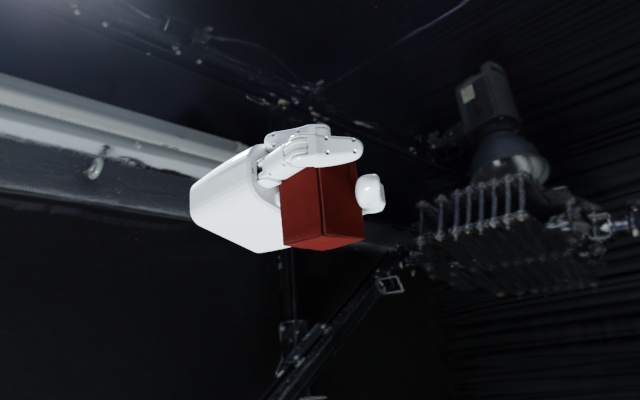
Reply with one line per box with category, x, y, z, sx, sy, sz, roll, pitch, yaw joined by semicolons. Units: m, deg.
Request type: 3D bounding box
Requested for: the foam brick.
foam brick;0.000;0.002;0.422;0.051;0.078;0.053;-21;-24;41
